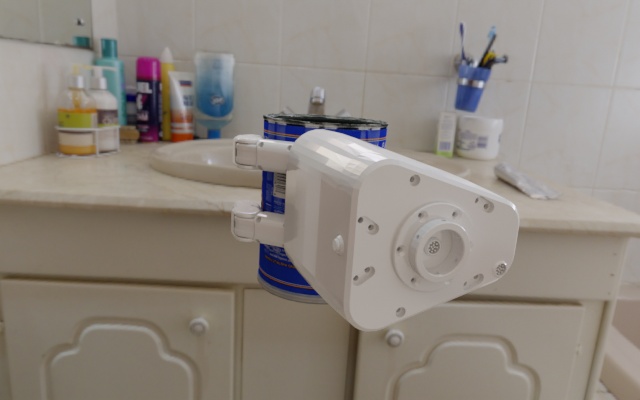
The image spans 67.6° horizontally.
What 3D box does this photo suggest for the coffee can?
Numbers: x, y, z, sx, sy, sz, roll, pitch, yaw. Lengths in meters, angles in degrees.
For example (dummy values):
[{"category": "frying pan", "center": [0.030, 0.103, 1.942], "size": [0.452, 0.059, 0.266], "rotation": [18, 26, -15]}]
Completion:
[{"category": "coffee can", "center": [0.000, 0.001, 0.404], "size": [0.103, 0.140, 0.102], "rotation": [3, 13, -1]}]
